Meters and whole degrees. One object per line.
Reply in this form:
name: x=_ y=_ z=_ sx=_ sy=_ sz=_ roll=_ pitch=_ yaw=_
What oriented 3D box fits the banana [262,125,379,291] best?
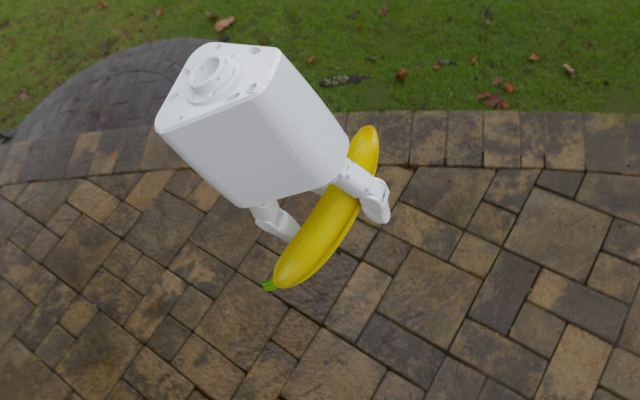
banana: x=0.007 y=0.009 z=0.455 sx=0.037 sy=0.198 sz=0.069 roll=38 pitch=-7 yaw=-32
